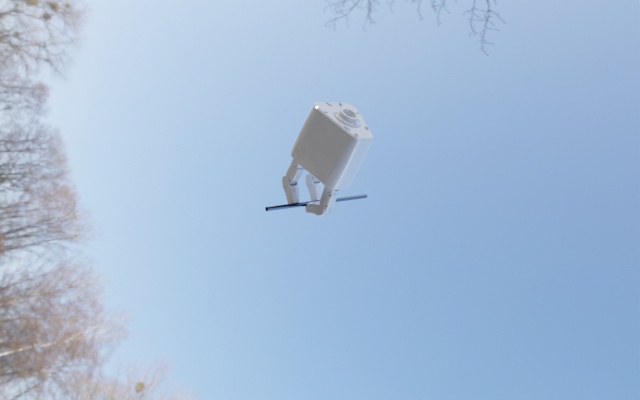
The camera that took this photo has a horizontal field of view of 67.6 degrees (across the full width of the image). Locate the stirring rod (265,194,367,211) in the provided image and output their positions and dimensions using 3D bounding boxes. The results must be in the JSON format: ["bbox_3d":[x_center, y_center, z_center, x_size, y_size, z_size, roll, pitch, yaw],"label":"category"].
[{"bbox_3d":[0.000,0.003,0.888,0.239,0.011,0.011,-7,5,-40],"label":"stirring rod"}]
